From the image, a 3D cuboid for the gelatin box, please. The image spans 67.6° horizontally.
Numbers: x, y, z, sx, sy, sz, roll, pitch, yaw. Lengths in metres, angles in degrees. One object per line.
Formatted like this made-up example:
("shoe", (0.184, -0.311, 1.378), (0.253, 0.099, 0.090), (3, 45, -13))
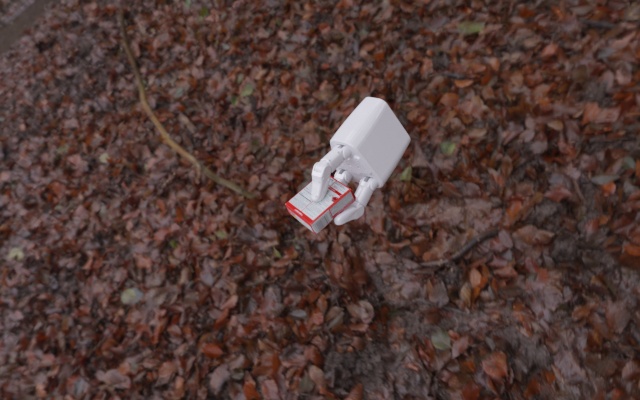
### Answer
("gelatin box", (0.000, 0.002, 0.761), (0.089, 0.030, 0.073), (-41, 45, -14))
